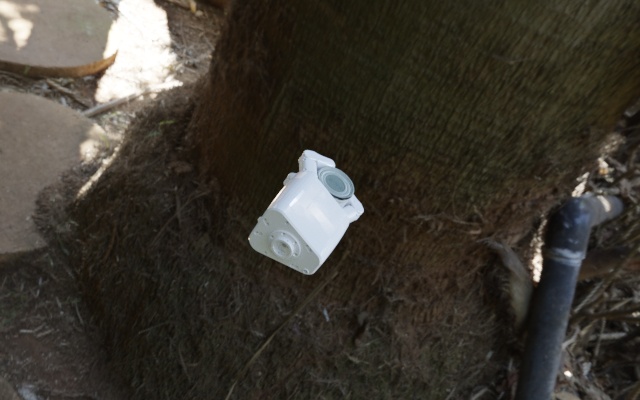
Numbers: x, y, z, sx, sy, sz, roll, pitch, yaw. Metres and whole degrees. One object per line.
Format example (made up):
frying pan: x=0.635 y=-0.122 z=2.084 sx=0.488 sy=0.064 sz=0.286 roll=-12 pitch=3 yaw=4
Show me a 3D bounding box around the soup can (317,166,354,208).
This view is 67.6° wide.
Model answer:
soup can: x=0.001 y=0.002 z=0.768 sx=0.068 sy=0.068 sz=0.102 roll=0 pitch=-38 yaw=-37
